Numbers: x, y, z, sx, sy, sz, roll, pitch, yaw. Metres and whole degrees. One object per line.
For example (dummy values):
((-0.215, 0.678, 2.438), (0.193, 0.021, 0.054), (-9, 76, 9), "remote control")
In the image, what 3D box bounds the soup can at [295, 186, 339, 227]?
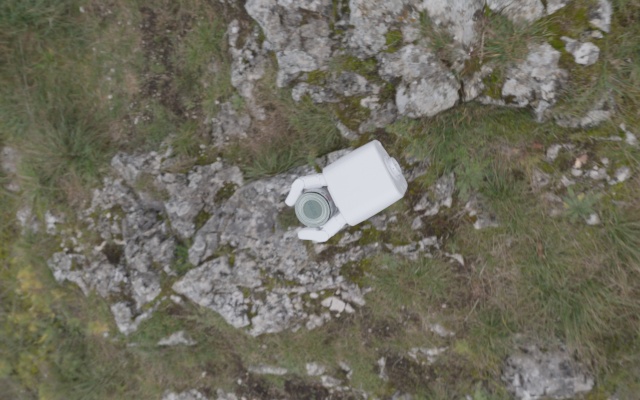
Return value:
((0.000, 0.003, 0.885), (0.068, 0.068, 0.102), (0, 16, 17), "soup can")
